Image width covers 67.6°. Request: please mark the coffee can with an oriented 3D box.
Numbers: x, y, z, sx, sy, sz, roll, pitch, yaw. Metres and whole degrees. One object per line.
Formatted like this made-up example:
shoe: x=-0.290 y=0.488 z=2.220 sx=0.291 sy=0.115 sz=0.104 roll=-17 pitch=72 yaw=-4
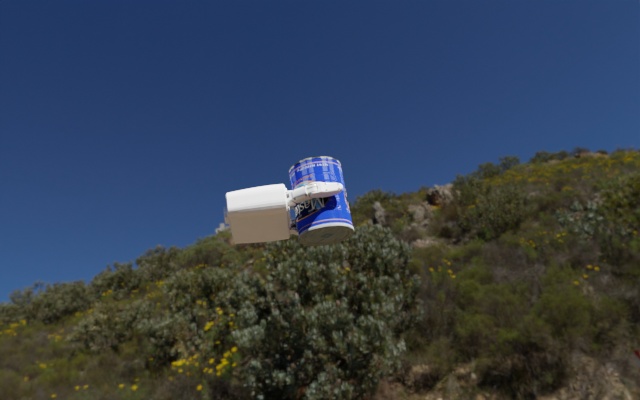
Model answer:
coffee can: x=0.000 y=0.003 z=0.896 sx=0.103 sy=0.140 sz=0.103 roll=-8 pitch=-23 yaw=-4
